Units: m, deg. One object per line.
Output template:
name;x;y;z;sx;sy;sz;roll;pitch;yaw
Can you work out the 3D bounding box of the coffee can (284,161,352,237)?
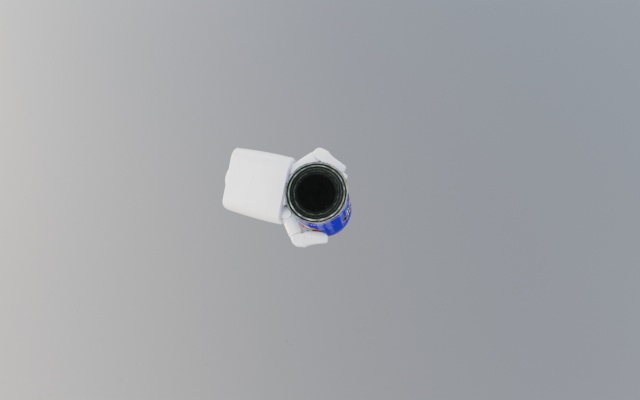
coffee can;0.000;0.003;0.817;0.103;0.102;0.140;0;-13;6
